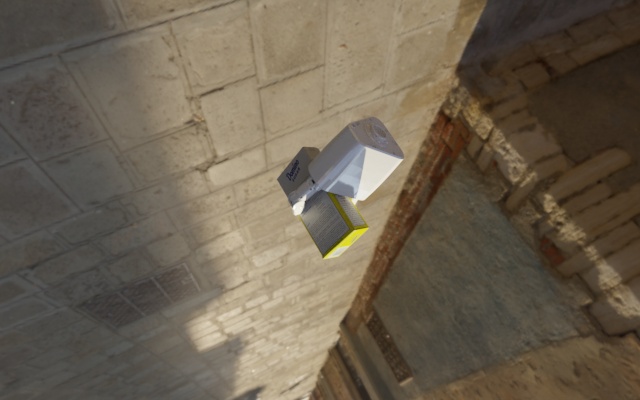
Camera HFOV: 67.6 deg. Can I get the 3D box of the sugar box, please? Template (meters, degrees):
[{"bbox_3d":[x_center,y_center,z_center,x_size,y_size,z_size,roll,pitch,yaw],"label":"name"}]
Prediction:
[{"bbox_3d":[0.001,0.003,0.820,0.048,0.176,0.093,-4,-34,-46],"label":"sugar box"}]
